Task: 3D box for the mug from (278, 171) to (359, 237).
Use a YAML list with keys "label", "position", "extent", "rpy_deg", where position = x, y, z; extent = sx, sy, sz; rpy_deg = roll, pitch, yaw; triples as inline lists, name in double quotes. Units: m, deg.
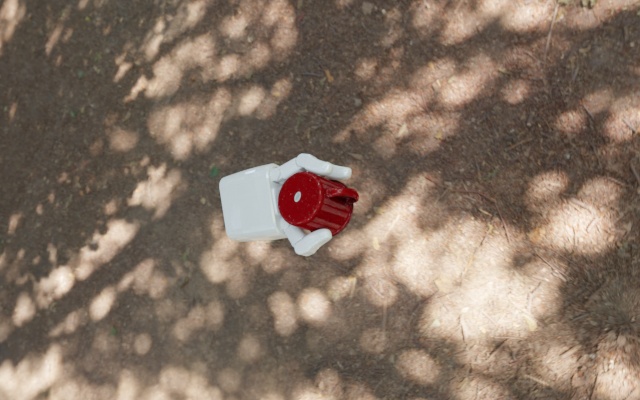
- label: "mug"
  position: [0.001, 0.002, 0.710]
  extent: [0.117, 0.093, 0.081]
  rpy_deg: [-12, -18, 31]
